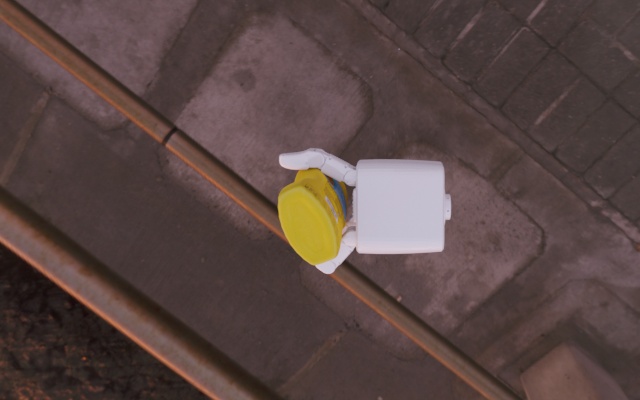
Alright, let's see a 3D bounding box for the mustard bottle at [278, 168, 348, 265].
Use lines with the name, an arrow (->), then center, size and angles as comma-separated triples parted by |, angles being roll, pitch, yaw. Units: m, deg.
mustard bottle -> 0.000, 0.002, 0.615 | 0.058, 0.096, 0.191 | -24, 12, 16
